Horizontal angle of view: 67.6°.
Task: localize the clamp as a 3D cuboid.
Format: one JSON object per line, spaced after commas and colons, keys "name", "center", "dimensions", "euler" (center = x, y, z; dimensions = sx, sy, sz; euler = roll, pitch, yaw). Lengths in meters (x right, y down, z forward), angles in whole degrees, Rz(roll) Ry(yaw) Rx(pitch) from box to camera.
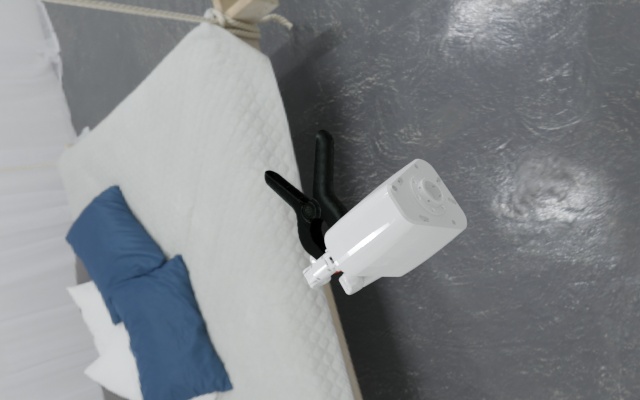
{"name": "clamp", "center": [0.000, 0.002, 0.590], "dimensions": [0.039, 0.171, 0.120], "euler": [-12, -25, -46]}
